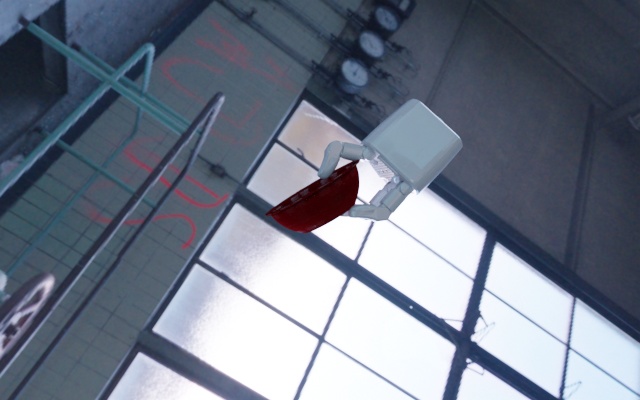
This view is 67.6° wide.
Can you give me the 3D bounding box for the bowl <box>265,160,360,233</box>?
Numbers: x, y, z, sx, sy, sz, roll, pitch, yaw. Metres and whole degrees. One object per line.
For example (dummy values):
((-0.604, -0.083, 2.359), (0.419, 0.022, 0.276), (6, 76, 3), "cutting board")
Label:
((-0.001, 0.003, 0.710), (0.162, 0.055, 0.162), (-30, 6, 3), "bowl")
